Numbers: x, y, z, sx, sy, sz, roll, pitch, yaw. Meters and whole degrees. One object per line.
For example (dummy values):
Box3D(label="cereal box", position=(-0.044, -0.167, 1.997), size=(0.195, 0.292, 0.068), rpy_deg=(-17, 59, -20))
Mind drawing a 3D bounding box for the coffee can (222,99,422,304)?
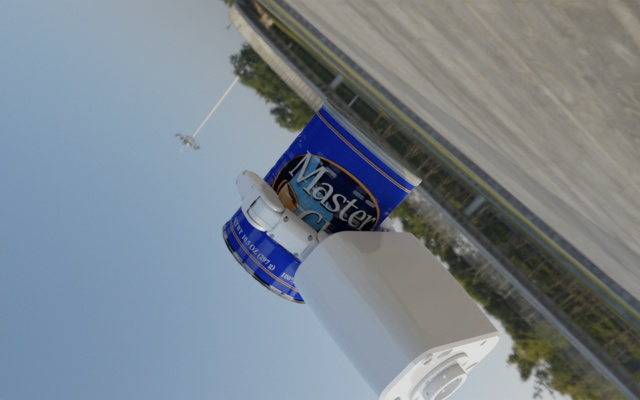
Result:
Box3D(label="coffee can", position=(0.000, 0.001, 0.405), size=(0.103, 0.140, 0.102), rpy_deg=(39, 12, -10))
